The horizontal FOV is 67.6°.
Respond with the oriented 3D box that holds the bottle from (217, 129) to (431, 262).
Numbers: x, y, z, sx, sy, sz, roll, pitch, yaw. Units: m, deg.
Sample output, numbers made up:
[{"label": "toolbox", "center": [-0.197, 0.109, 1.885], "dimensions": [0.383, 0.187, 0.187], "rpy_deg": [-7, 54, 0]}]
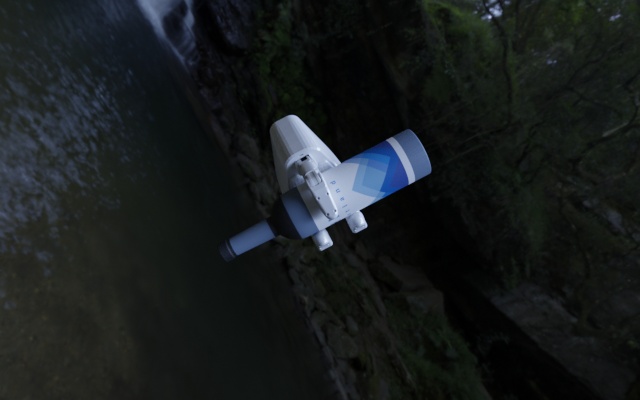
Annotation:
[{"label": "bottle", "center": [0.000, 0.002, 0.635], "dimensions": [0.296, 0.069, 0.069], "rpy_deg": [-27, 0, -1]}]
